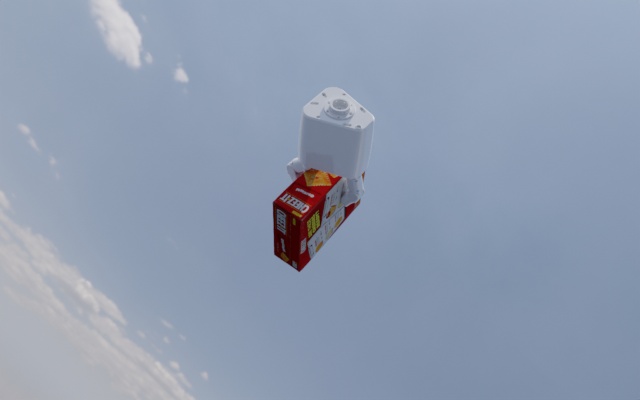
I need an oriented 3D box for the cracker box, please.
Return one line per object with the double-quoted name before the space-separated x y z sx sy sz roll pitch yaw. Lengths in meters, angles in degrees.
"cracker box" 0.000 0.003 0.889 0.072 0.164 0.213 30 55 20
